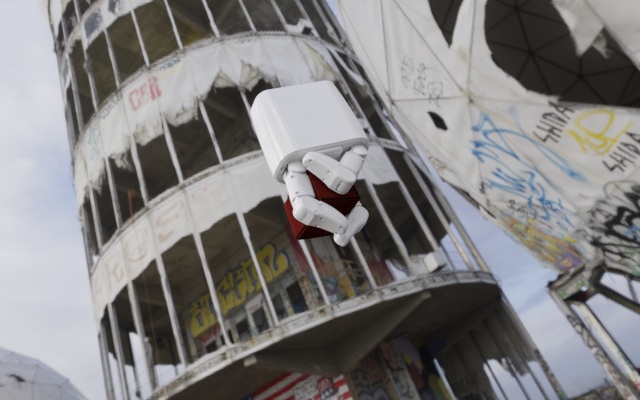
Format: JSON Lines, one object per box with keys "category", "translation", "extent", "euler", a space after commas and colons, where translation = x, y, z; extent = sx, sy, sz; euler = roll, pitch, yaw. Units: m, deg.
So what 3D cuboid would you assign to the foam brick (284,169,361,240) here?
{"category": "foam brick", "translation": [0.000, 0.002, 0.555], "extent": [0.053, 0.051, 0.078], "euler": [-4, -35, -33]}
